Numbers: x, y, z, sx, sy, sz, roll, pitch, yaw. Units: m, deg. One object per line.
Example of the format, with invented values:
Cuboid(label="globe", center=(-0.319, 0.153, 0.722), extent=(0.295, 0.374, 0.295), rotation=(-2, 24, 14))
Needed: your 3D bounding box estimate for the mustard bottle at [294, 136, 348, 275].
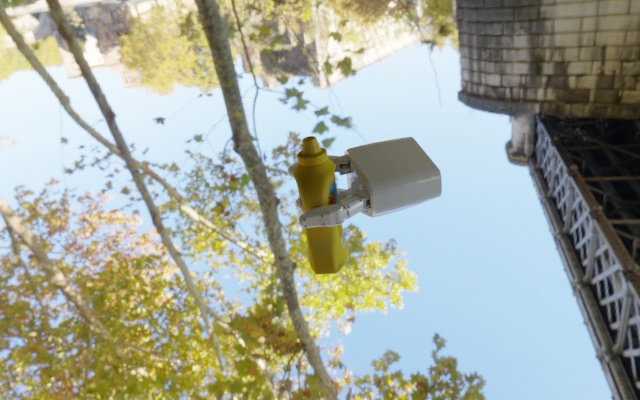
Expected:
Cuboid(label="mustard bottle", center=(0.000, 0.002, 0.673), extent=(0.058, 0.192, 0.096), rotation=(-4, 26, 11))
